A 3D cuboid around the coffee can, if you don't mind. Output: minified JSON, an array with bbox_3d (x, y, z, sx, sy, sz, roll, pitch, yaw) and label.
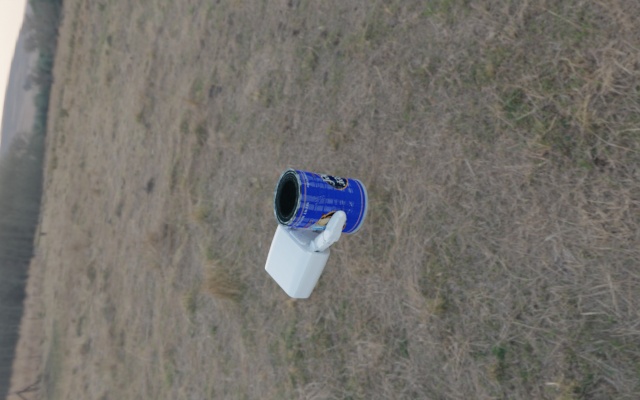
[{"bbox_3d":[0.000,0.003,0.861,0.140,0.103,0.103,8,-4,-30],"label":"coffee can"}]
